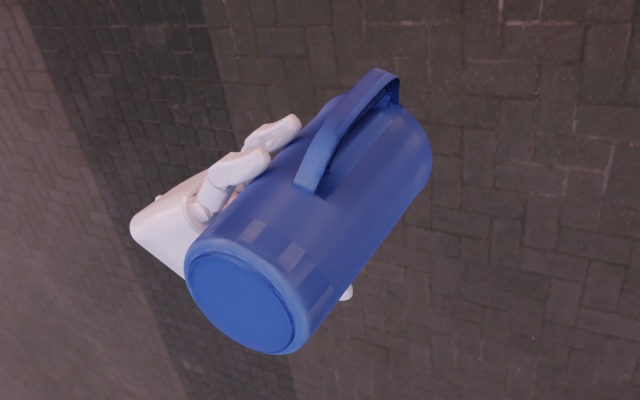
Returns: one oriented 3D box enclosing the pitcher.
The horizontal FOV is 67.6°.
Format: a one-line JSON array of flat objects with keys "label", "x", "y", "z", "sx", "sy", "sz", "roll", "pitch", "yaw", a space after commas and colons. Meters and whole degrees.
[{"label": "pitcher", "x": 0.000, "y": 0.001, "z": 0.411, "sx": 0.145, "sy": 0.149, "sz": 0.242, "roll": -14, "pitch": 24, "yaw": 39}]
